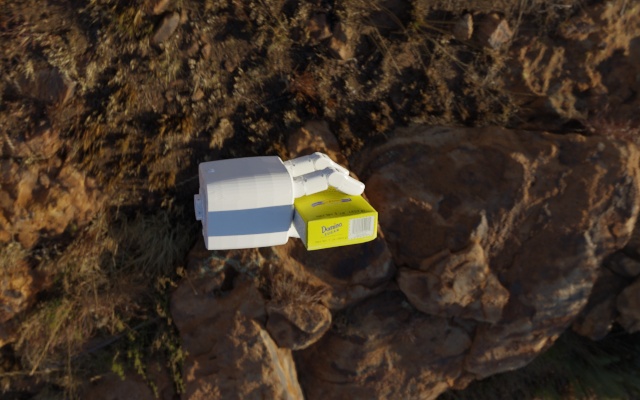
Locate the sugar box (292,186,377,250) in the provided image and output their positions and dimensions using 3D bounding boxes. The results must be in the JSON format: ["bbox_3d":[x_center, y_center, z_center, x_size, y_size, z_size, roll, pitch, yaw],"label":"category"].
[{"bbox_3d":[0.000,0.002,0.650,0.093,0.048,0.176,-7,28,-18],"label":"sugar box"}]
